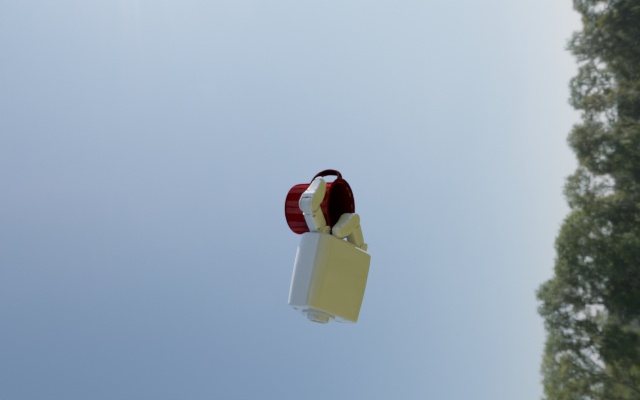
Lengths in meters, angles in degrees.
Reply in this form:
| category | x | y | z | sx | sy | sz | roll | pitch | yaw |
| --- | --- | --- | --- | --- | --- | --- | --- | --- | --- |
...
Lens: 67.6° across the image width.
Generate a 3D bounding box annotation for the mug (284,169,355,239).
| category | x | y | z | sx | sy | sz | roll | pitch | yaw |
| --- | --- | --- | --- | --- | --- | --- | --- | --- | --- |
| mug | 0.000 | 0.001 | 0.747 | 0.081 | 0.117 | 0.093 | -2 | -27 | 30 |
